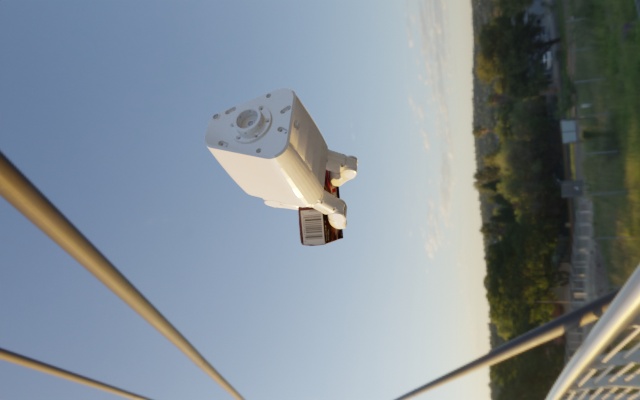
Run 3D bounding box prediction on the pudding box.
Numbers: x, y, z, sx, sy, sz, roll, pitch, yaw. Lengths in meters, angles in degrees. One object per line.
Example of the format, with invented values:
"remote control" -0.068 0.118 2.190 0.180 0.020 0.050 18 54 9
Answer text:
"pudding box" 0.000 0.002 0.657 0.039 0.113 0.090 -3 0 19
